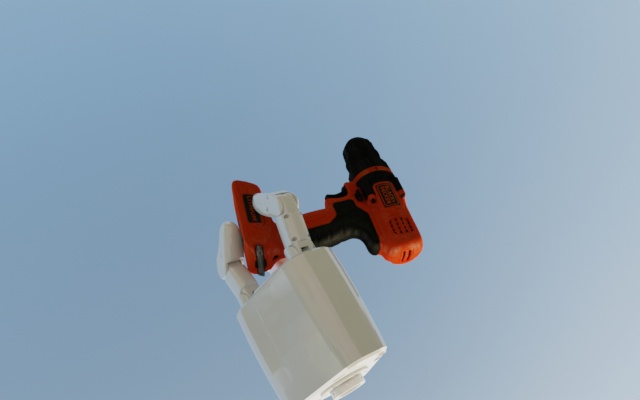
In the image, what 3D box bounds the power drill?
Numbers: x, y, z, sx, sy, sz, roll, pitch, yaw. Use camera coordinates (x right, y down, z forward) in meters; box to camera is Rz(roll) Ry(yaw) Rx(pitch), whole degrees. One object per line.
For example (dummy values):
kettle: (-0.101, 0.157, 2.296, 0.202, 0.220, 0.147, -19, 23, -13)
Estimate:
power drill: (0.000, 0.002, 0.531, 0.187, 0.057, 0.184, -10, 46, -10)
